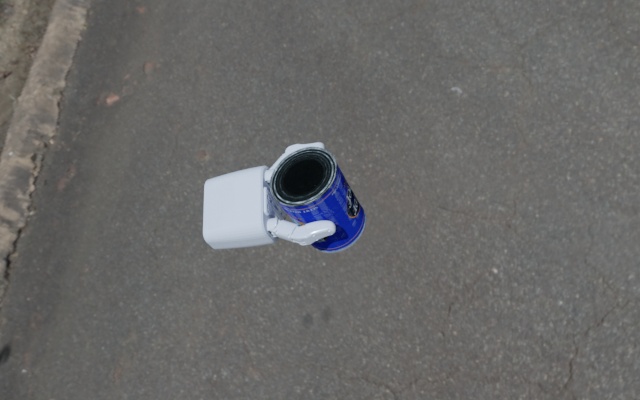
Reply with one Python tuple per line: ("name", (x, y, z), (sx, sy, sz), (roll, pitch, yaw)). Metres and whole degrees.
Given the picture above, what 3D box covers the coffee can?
("coffee can", (0.000, 0.002, 0.719), (0.103, 0.102, 0.140), (0, -33, 26))
